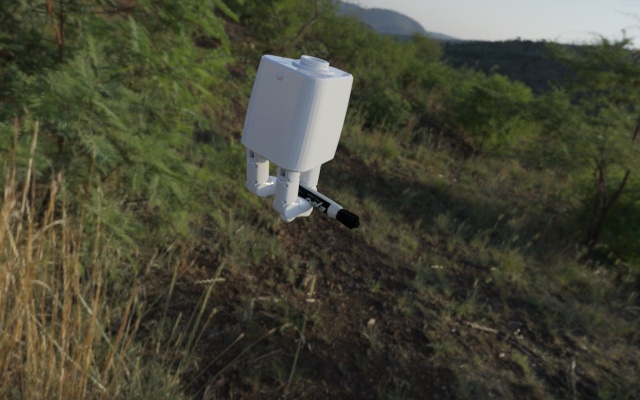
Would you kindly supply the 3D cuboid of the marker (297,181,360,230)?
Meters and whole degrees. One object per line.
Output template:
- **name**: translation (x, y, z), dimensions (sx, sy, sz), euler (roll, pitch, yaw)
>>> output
- **marker**: translation (0.000, 0.002, 0.594), dimensions (0.121, 0.020, 0.020), euler (31, 18, 32)
